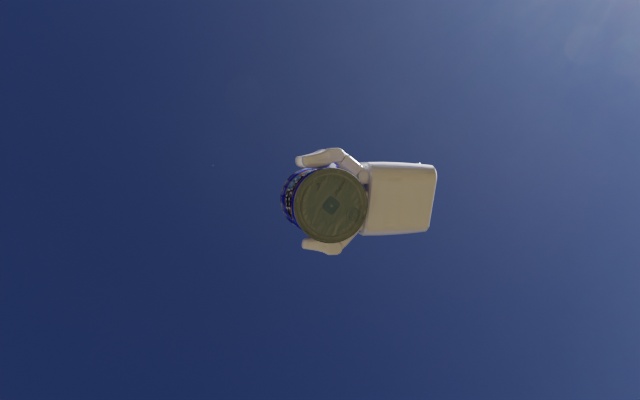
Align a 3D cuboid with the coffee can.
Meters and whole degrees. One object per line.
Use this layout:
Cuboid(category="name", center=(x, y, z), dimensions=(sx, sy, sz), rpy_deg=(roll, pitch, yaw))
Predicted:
Cuboid(category="coffee can", center=(0.000, 0.002, 0.710), dimensions=(0.103, 0.103, 0.140), rpy_deg=(0, 4, -13))
